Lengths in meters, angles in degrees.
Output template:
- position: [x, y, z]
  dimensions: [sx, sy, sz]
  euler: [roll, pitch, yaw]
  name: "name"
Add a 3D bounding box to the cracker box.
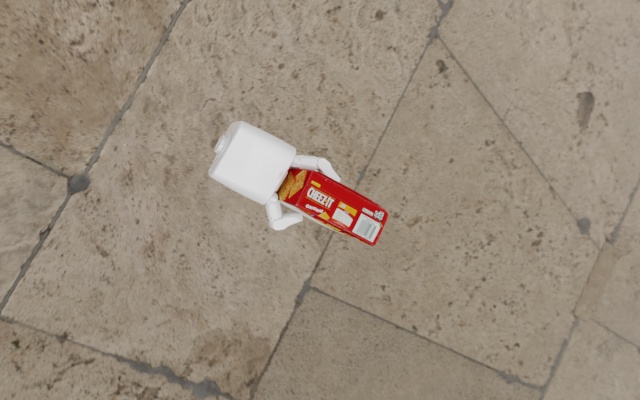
- position: [0.000, 0.003, 0.869]
  dimensions: [0.164, 0.072, 0.213]
  euler: [28, -5, -23]
  name: "cracker box"
